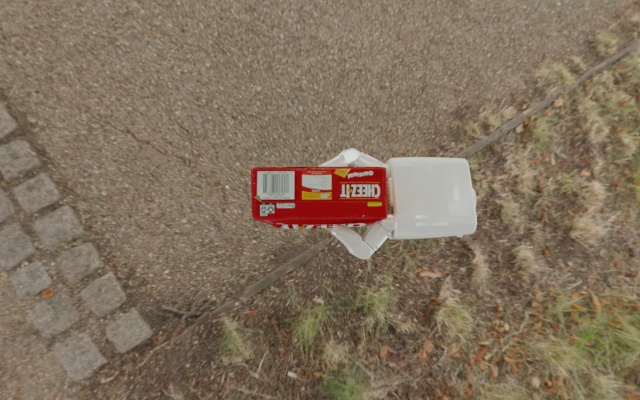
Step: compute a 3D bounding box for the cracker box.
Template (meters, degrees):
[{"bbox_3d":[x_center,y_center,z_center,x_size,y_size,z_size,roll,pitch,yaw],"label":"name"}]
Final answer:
[{"bbox_3d":[0.000,0.002,0.668,0.164,0.072,0.214,-1,-6,1],"label":"cracker box"}]
